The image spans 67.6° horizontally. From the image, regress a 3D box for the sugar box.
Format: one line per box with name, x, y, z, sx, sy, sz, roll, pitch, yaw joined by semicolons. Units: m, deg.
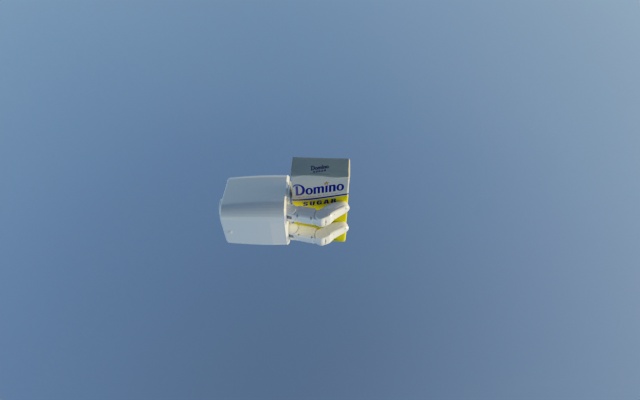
sugar box;0.000;0.003;0.804;0.093;0.048;0.176;1;-37;2
